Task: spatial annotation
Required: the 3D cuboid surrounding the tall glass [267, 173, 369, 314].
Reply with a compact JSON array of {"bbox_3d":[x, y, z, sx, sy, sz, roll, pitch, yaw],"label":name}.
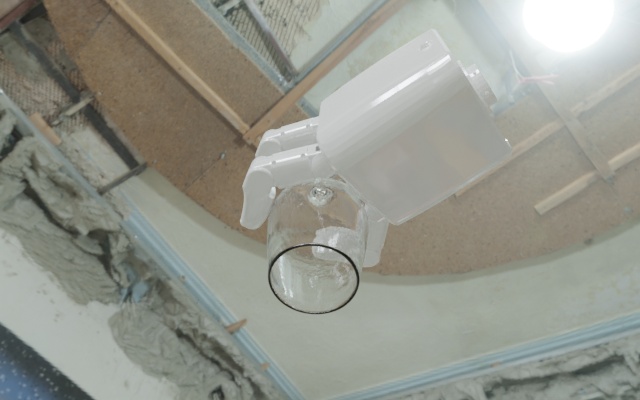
[{"bbox_3d":[0.000,0.001,0.402,0.079,0.079,0.201,0,32,3],"label":"tall glass"}]
